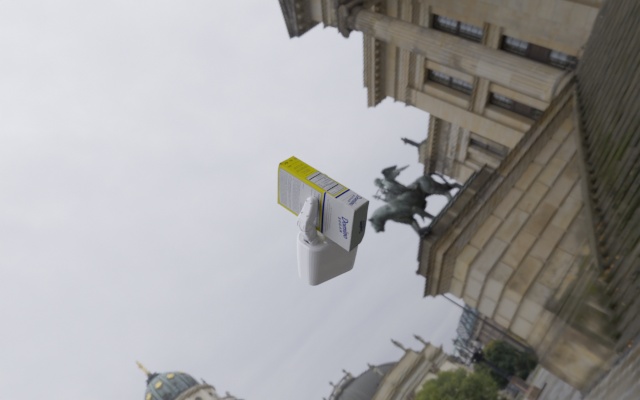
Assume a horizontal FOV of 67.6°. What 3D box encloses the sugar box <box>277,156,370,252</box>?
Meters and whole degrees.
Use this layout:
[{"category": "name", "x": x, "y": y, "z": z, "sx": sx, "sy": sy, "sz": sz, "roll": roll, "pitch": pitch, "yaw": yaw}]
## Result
[{"category": "sugar box", "x": 0.000, "y": 0.002, "z": 0.817, "sx": 0.176, "sy": 0.093, "sz": 0.048, "roll": 31, "pitch": 46, "yaw": 28}]
